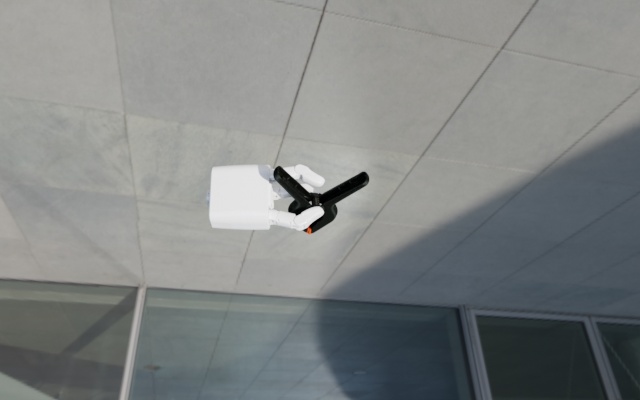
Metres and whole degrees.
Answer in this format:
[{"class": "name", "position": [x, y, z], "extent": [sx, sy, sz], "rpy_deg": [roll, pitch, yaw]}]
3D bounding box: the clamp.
[{"class": "clamp", "position": [0.000, 0.004, 0.885], "extent": [0.164, 0.036, 0.210], "rpy_deg": [1, -32, -1]}]
